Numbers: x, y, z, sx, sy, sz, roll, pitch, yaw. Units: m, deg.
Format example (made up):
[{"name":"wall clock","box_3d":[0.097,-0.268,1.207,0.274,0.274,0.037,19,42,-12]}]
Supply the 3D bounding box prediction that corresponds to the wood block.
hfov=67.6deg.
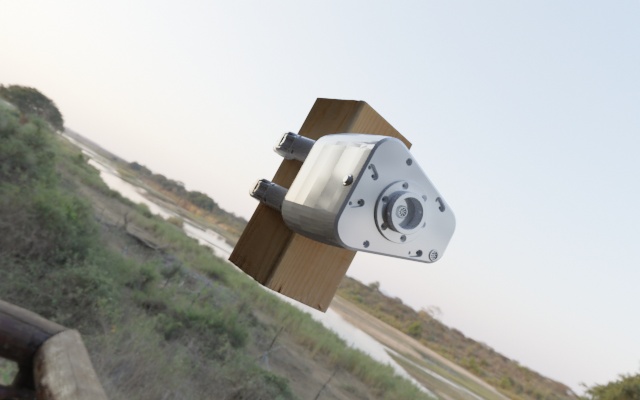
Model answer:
[{"name":"wood block","box_3d":[0.001,0.002,0.520,0.091,0.206,0.090,33,-8,-36]}]
